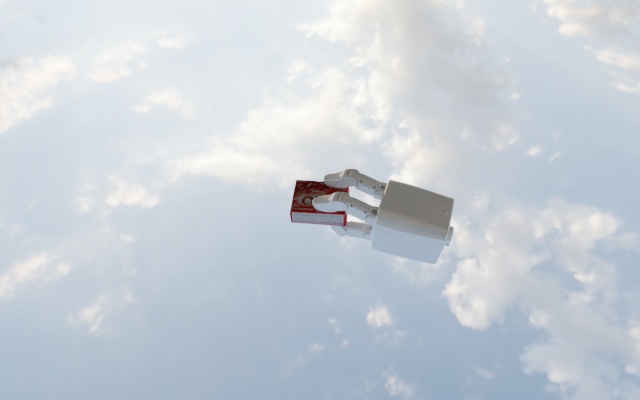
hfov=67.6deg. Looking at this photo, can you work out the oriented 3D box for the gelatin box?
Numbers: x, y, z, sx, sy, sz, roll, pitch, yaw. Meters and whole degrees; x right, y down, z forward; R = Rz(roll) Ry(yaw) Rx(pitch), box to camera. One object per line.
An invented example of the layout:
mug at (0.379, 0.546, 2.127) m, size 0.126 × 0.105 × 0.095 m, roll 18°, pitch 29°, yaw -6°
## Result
gelatin box at (0.000, 0.003, 0.761) m, size 0.089 × 0.073 × 0.030 m, roll 3°, pitch -44°, yaw 5°
